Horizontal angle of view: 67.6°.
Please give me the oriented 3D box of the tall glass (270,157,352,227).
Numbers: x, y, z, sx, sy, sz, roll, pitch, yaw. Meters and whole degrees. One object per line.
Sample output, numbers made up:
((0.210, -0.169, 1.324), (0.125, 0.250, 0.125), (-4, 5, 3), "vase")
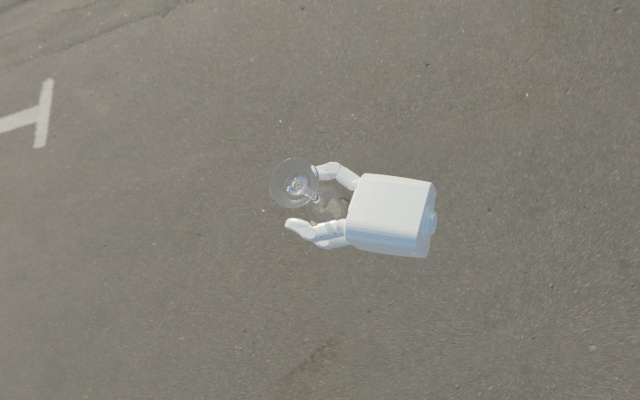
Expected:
((0.000, 0.002, 0.742), (0.079, 0.079, 0.201), (0, -16, 22), "tall glass")
